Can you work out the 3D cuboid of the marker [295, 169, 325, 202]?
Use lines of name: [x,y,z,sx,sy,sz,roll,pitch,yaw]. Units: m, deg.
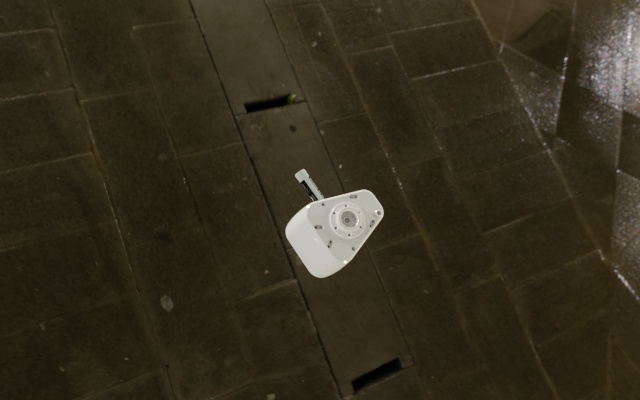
marker: [0.000,0.003,0.781,0.020,0.121,0.020,-35,-5,-3]
